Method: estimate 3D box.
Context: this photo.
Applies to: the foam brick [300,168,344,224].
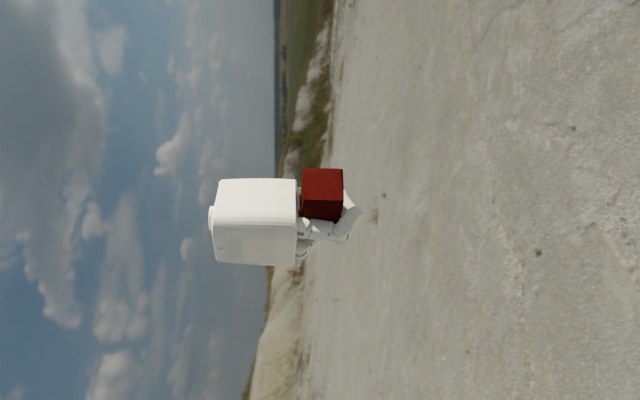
[{"bbox_3d":[0.000,0.002,0.619,0.051,0.053,0.078,3,-38,-4],"label":"foam brick"}]
